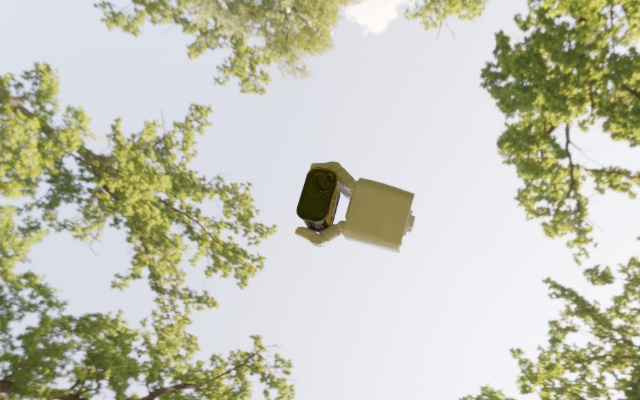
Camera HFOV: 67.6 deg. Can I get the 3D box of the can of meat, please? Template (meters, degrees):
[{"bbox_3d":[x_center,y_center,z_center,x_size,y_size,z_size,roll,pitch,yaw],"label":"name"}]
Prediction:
[{"bbox_3d":[0.000,0.003,0.874,0.057,0.102,0.084,11,-18,14],"label":"can of meat"}]
